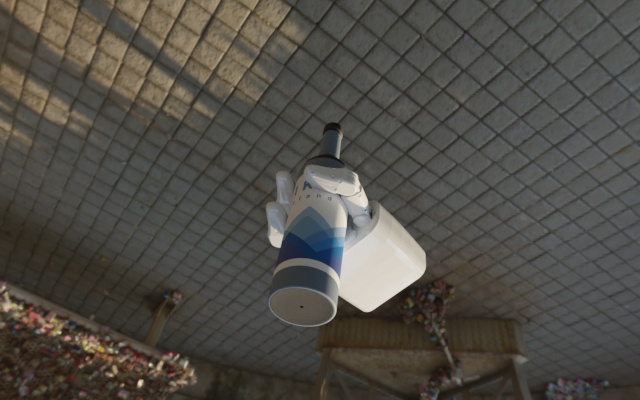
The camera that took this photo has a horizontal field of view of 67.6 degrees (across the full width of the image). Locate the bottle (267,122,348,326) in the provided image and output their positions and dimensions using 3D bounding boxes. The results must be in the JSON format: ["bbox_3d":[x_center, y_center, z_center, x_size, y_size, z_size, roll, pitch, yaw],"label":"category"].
[{"bbox_3d":[0.000,0.002,0.560,0.069,0.069,0.295,0,43,10],"label":"bottle"}]
